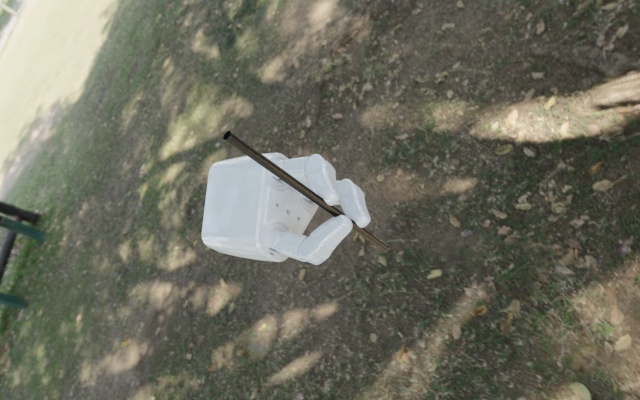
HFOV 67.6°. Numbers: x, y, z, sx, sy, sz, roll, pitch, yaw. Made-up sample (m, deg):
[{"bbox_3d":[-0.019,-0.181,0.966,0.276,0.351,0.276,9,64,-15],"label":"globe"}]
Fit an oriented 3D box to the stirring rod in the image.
[{"bbox_3d":[0.000,0.002,0.447,0.011,0.011,0.240,0,-25,41],"label":"stirring rod"}]
